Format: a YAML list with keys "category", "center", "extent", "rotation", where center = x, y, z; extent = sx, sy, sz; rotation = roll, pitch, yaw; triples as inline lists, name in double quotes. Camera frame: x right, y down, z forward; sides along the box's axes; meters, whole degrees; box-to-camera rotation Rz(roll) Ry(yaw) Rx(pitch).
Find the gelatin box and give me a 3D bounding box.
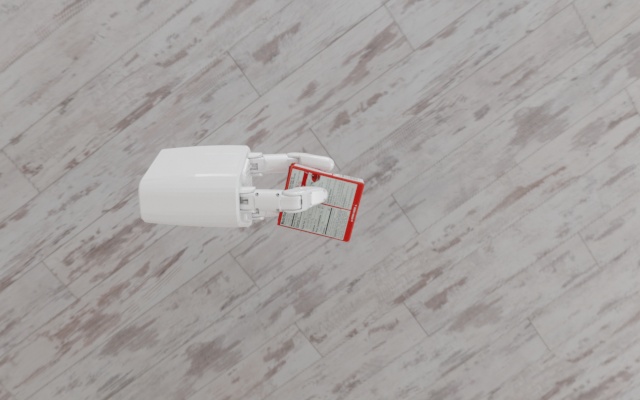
- category: "gelatin box"
  center: [0.000, 0.002, 0.558]
  extent: [0.089, 0.073, 0.030]
  rotation: [14, 13, 1]
